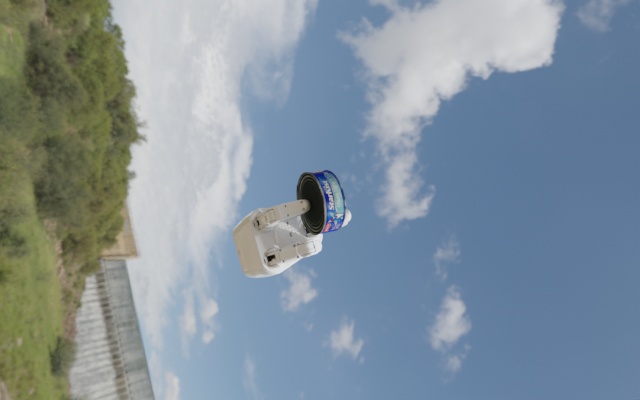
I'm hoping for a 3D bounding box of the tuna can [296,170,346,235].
[{"bbox_3d":[0.001,0.002,0.645,0.034,0.086,0.086,-10,4,-25],"label":"tuna can"}]
